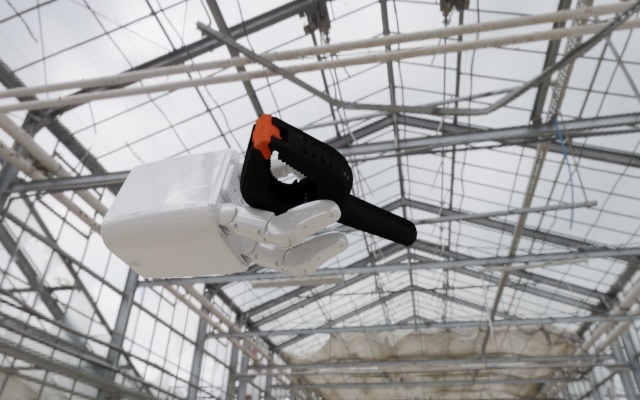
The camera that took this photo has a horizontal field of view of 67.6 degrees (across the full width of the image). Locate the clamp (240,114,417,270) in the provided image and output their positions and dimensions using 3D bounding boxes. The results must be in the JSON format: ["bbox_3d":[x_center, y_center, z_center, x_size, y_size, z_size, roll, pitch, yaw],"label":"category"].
[{"bbox_3d":[0.000,0.000,0.422,0.164,0.036,0.210,-9,-34,8],"label":"clamp"}]
